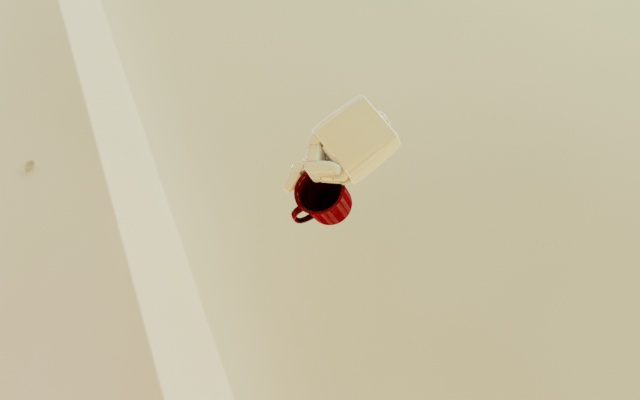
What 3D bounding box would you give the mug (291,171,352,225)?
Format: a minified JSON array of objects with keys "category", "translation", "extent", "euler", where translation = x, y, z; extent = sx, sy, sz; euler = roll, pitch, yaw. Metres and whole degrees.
[{"category":"mug","translation":[-0.001,0.004,0.862],"extent":[0.117,0.093,0.081],"euler":[-38,-28,1]}]
